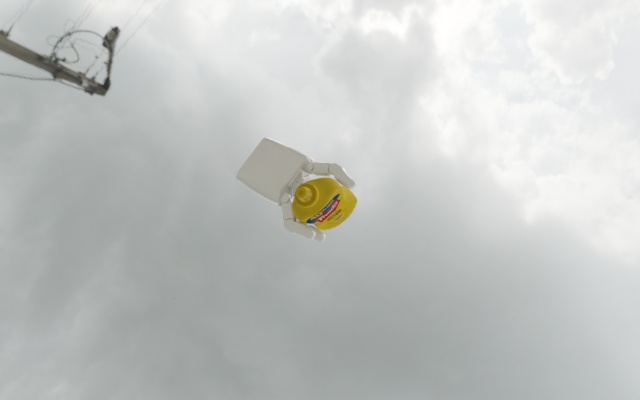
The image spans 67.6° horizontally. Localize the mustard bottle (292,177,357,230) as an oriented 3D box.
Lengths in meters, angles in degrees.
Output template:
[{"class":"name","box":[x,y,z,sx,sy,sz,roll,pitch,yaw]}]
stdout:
[{"class":"mustard bottle","box":[0.000,0.003,0.862,0.096,0.058,0.192,-40,-21,9]}]
